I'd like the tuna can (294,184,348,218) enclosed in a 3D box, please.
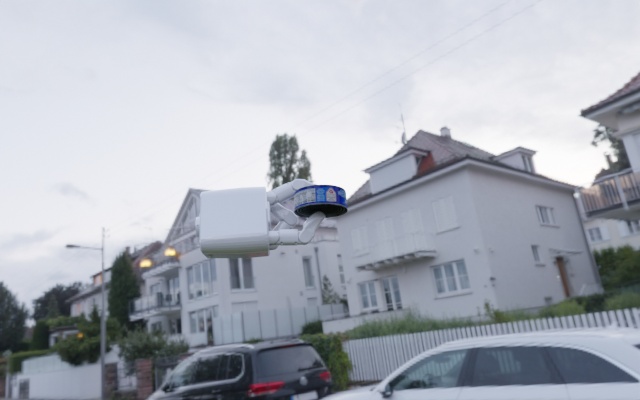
[{"bbox_3d":[0.000,0.002,0.768,0.086,0.033,0.086,-2,-16,-1],"label":"tuna can"}]
